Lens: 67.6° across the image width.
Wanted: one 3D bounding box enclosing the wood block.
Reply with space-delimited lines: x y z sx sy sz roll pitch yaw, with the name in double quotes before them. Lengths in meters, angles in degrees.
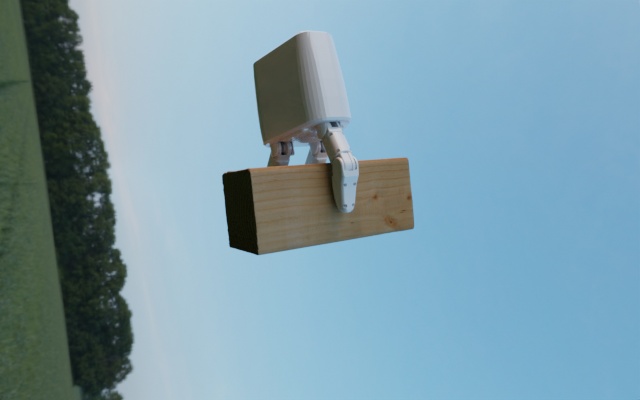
"wood block" 0.000 0.001 0.566 0.206 0.090 0.091 -7 3 -29
